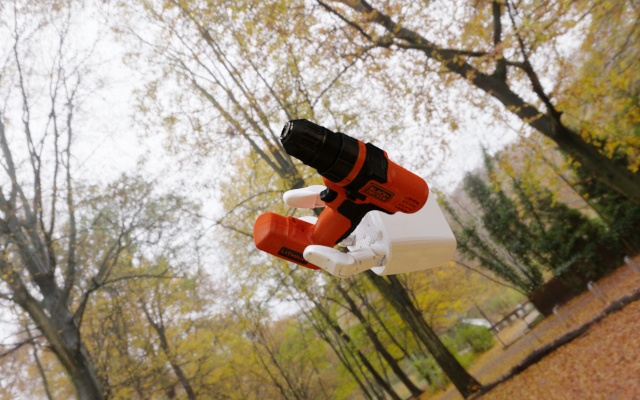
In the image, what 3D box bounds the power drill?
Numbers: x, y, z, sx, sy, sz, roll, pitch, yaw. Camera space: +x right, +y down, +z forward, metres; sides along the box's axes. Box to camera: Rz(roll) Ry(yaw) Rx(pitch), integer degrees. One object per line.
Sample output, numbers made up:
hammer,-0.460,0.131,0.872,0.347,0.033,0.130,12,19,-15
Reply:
power drill,0.000,0.002,0.544,0.184,0.057,0.188,25,-45,-25
